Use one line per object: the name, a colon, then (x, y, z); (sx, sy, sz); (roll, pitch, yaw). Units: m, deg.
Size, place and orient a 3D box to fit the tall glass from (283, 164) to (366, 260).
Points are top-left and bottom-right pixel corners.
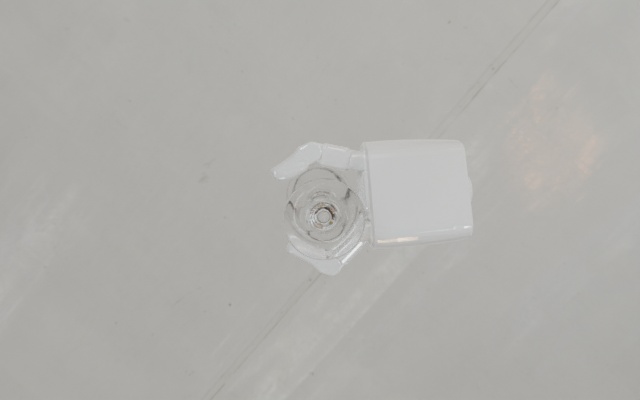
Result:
tall glass: (0.000, 0.002, 0.521); (0.079, 0.079, 0.201); (0, 9, -2)
